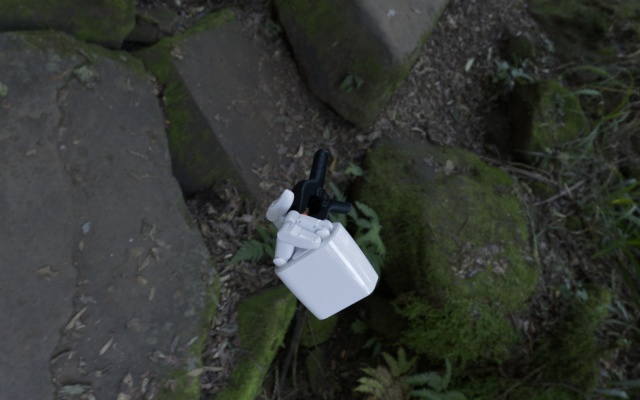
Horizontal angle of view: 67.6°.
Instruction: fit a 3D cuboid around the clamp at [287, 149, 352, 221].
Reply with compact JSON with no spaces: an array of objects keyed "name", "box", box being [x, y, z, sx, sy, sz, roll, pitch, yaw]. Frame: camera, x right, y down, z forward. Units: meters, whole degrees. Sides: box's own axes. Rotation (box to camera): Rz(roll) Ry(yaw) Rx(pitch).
[{"name":"clamp","box":[0.000,0.002,0.772,0.039,0.120,0.171,-22,22,36]}]
